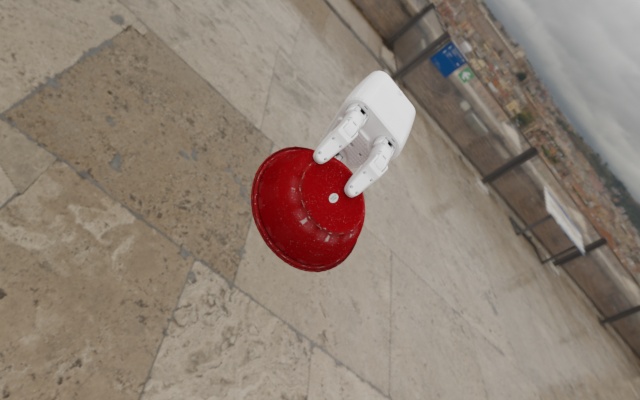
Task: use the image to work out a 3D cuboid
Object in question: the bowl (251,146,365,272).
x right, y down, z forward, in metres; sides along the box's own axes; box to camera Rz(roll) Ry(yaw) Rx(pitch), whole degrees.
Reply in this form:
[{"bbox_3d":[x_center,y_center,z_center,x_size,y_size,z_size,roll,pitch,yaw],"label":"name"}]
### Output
[{"bbox_3d":[0.000,0.003,0.574,0.162,0.162,0.055,0,-16,-36],"label":"bowl"}]
